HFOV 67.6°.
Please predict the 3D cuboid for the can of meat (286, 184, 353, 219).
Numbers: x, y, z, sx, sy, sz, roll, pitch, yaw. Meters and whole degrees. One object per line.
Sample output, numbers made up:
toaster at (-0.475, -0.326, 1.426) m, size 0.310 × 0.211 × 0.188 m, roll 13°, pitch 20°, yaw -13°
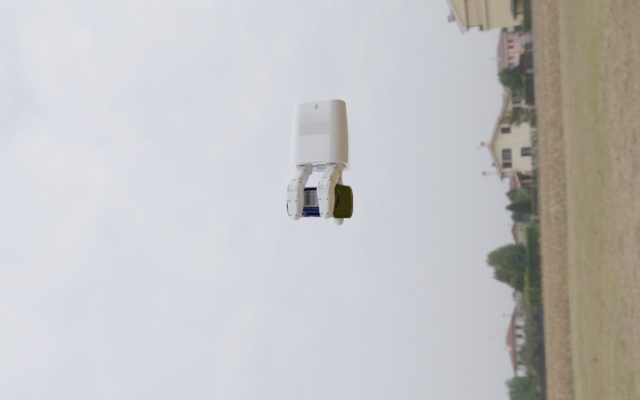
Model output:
can of meat at (0.000, 0.003, 0.817) m, size 0.084 × 0.057 × 0.102 m, roll -1°, pitch -2°, yaw 23°
